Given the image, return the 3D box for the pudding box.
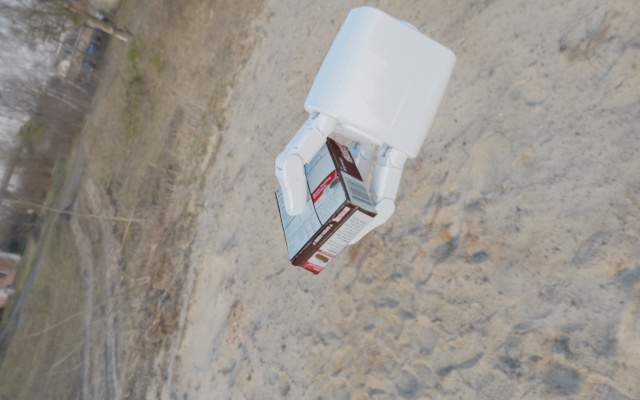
[{"bbox_3d":[0.000,0.001,0.472,0.039,0.090,0.113,26,28,-30],"label":"pudding box"}]
